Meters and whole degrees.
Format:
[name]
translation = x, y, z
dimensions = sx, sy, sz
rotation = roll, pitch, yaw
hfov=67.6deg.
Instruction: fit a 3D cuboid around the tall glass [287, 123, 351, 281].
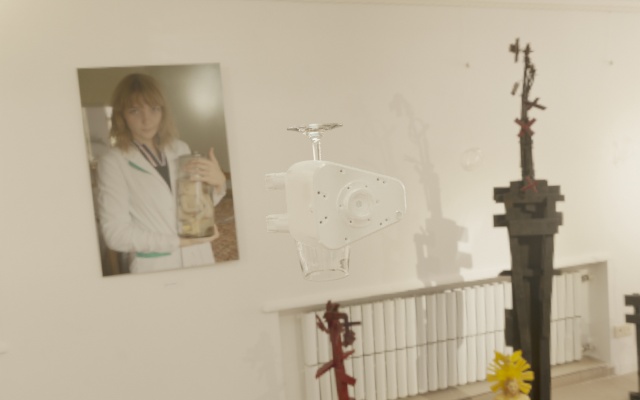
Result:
[tall glass]
translation = 0.000, 0.001, 0.634
dimensions = 0.079, 0.201, 0.079
rotation = -4, 4, 0
